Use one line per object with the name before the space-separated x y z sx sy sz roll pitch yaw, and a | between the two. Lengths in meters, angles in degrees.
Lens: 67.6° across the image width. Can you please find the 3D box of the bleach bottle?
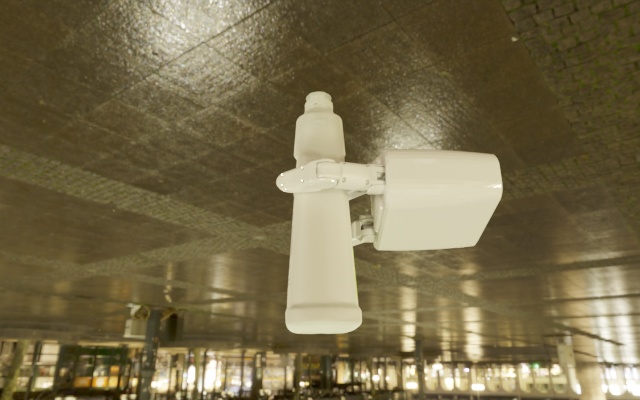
bleach bottle | 0.000 0.002 0.481 0.068 0.250 0.103 0 -20 -3
